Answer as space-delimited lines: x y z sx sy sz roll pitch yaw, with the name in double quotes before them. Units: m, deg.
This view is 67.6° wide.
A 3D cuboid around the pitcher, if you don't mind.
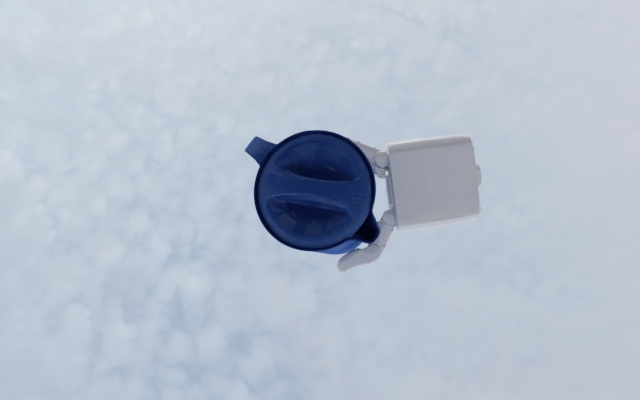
"pitcher" 0.000 0.002 0.622 0.145 0.149 0.243 -10 -12 6
